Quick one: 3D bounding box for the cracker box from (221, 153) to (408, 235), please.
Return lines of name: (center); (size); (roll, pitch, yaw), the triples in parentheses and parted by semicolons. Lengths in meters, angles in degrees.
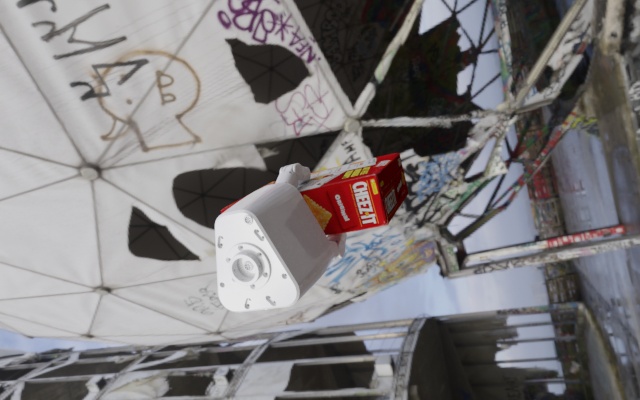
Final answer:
cracker box: (0.000, 0.002, 0.654); (0.214, 0.072, 0.164); (-12, 11, 22)
